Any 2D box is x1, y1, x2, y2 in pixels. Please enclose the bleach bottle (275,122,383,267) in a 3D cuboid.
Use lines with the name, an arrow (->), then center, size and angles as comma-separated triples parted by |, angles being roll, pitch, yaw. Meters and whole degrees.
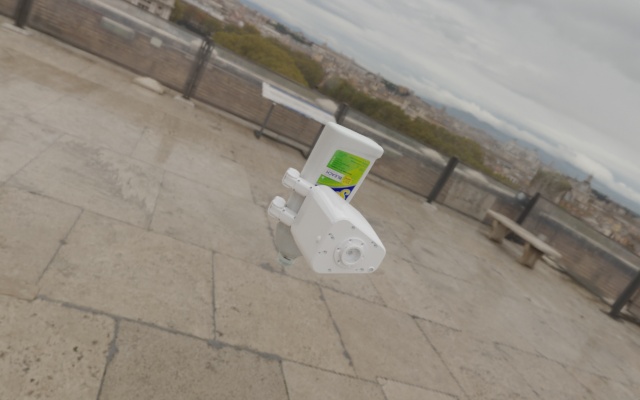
bleach bottle -> 0.000, 0.003, 0.792 | 0.102, 0.251, 0.068 | 20, 17, -26
